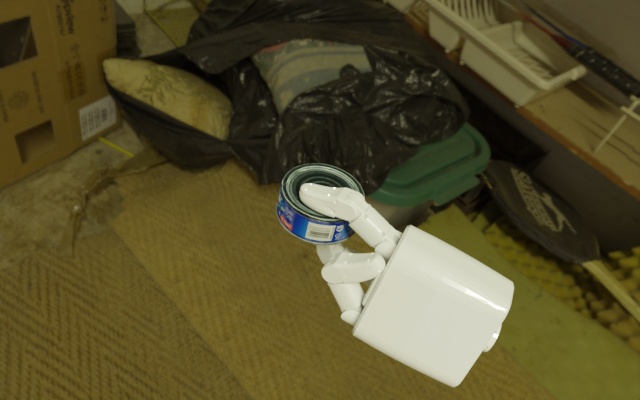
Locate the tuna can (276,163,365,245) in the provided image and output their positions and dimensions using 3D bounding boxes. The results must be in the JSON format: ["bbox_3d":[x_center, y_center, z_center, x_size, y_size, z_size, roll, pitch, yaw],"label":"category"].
[{"bbox_3d":[0.000,0.001,0.473,0.086,0.034,0.086,8,42,-7],"label":"tuna can"}]
